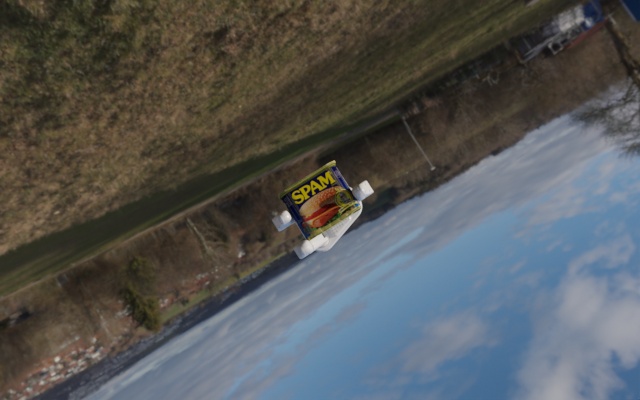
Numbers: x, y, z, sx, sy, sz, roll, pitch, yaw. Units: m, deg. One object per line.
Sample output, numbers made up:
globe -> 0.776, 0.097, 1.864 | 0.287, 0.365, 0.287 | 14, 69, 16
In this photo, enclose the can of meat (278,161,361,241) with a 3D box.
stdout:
can of meat -> 0.000, 0.003, 0.728 | 0.102, 0.084, 0.057 | -32, -4, -6
